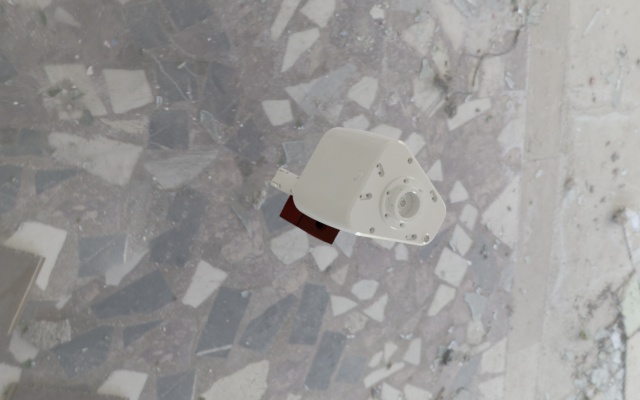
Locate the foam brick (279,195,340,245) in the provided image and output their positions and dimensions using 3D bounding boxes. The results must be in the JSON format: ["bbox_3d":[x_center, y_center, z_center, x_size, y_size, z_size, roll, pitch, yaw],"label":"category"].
[{"bbox_3d":[0.000,0.002,0.543,0.053,0.078,0.051,31,-3,-30],"label":"foam brick"}]
